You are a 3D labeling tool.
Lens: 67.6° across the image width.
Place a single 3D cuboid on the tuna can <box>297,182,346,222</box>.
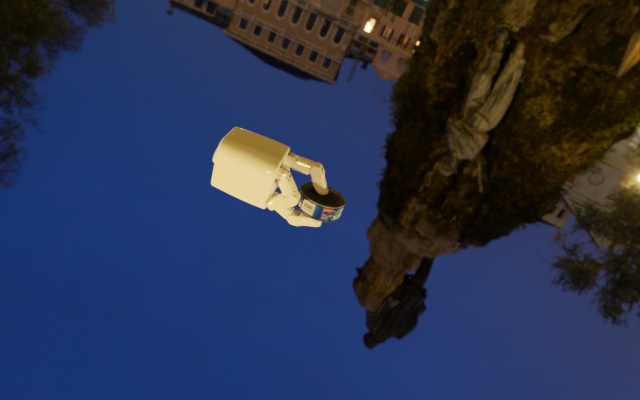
[{"bbox_3d":[0.000,0.003,0.865,0.086,0.034,0.086,16,26,-8],"label":"tuna can"}]
